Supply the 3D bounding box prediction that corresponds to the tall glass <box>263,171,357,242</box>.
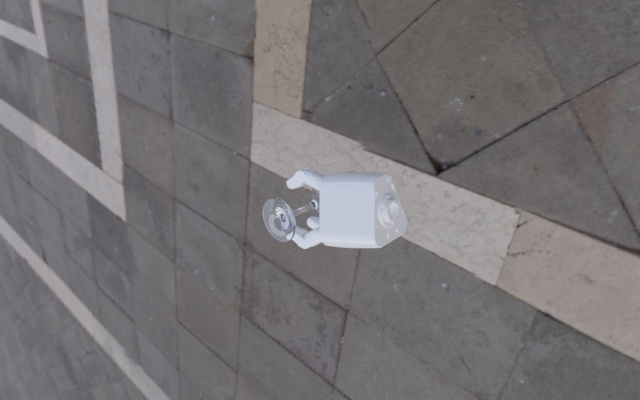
[{"bbox_3d":[0.000,0.003,0.822,0.079,0.079,0.201,0,17,44],"label":"tall glass"}]
